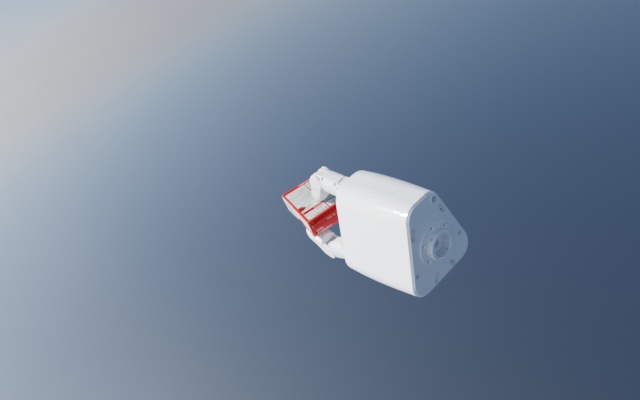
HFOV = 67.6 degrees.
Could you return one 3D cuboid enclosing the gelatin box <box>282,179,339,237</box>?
[{"bbox_3d":[0.000,0.002,0.637,0.073,0.030,0.089,-32,35,-12],"label":"gelatin box"}]
